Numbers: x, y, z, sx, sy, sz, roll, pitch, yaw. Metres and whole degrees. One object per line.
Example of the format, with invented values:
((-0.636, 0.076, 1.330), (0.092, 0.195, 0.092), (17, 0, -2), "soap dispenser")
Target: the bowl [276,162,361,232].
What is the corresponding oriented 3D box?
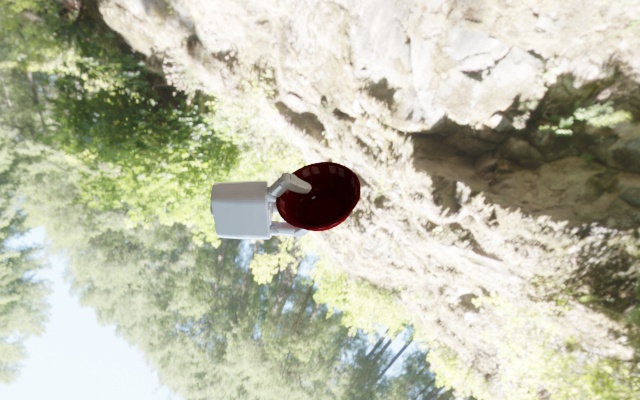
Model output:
((0.002, 0.003, 0.899), (0.162, 0.162, 0.055), (0, -39, 16), "bowl")
